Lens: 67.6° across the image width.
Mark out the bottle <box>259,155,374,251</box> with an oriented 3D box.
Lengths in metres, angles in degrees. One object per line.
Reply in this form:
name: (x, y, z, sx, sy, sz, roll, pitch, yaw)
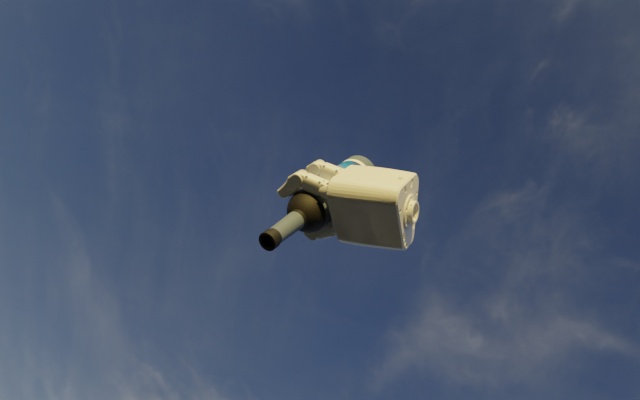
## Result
bottle: (0.000, 0.002, 0.745, 0.069, 0.069, 0.295, 0, 21, 31)
